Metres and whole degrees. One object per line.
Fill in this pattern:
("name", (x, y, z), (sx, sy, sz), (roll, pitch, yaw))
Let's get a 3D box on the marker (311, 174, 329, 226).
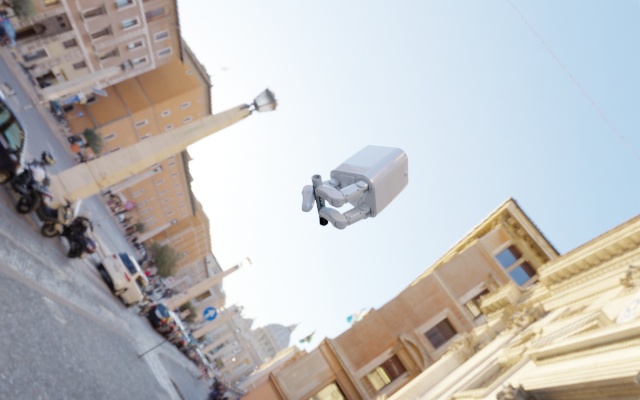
("marker", (0.000, 0.003, 0.876), (0.020, 0.121, 0.020), (-5, 43, 5))
